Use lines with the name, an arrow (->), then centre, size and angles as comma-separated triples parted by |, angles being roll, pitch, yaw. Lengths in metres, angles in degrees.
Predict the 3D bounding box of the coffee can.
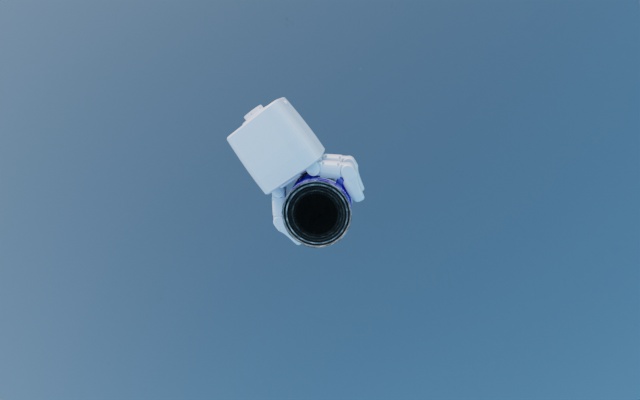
coffee can -> 0.000, 0.003, 0.755 | 0.103, 0.103, 0.140 | 0, 15, 5
